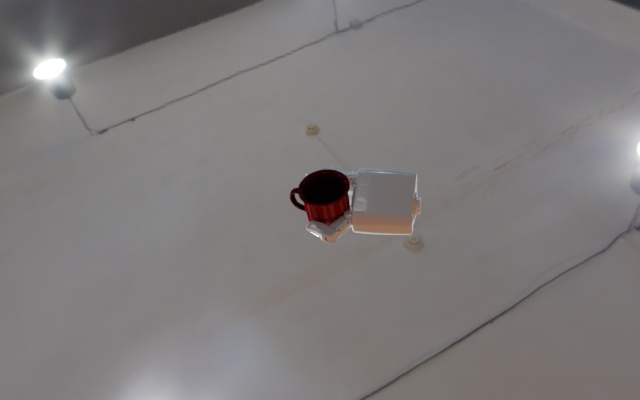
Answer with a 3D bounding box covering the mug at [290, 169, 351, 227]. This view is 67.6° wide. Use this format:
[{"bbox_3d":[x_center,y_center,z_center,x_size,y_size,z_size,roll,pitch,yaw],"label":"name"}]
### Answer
[{"bbox_3d":[-0.001,0.003,0.875,0.117,0.093,0.082,4,-42,16],"label":"mug"}]
